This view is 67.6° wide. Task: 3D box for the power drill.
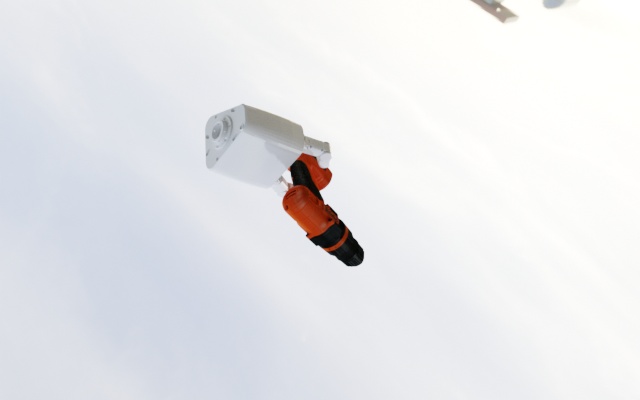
[{"bbox_3d":[0.000,0.002,0.769,0.057,0.187,0.184,-33,-52,12],"label":"power drill"}]
